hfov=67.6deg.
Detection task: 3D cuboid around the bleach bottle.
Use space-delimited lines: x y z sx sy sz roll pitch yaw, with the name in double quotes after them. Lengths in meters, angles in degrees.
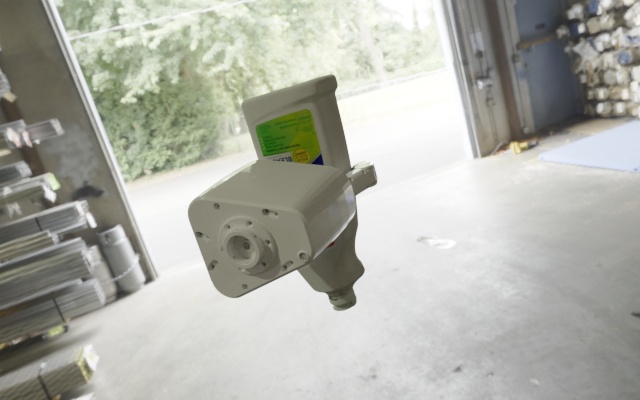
0.000 0.002 0.515 0.102 0.251 0.068 -11 15 25 "bleach bottle"
